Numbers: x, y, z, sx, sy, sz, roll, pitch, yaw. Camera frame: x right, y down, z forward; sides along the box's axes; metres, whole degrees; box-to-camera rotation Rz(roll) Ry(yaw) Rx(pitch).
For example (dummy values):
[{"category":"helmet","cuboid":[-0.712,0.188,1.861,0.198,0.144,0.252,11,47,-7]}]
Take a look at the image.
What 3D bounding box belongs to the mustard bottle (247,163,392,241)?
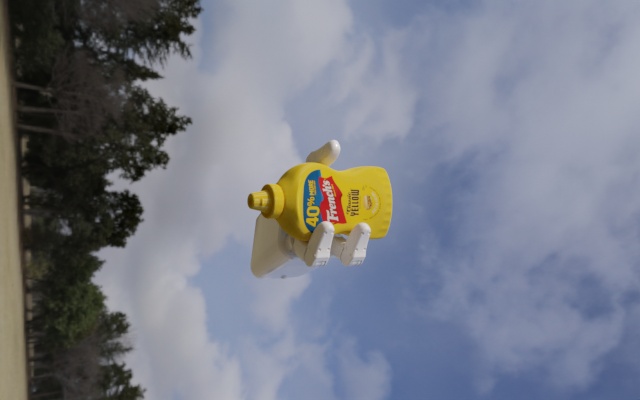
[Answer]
[{"category":"mustard bottle","cuboid":[0.000,0.002,0.593,0.191,0.096,0.058,1,0,-33]}]
